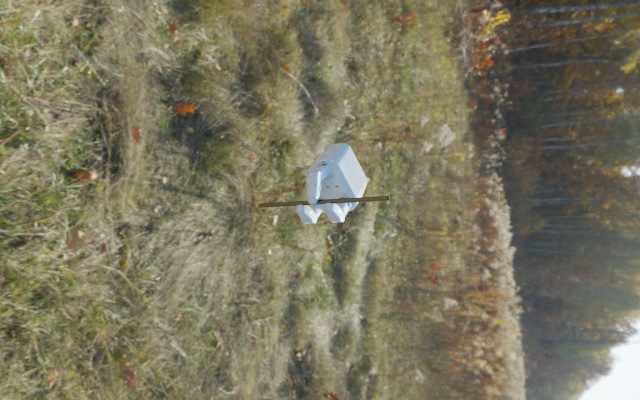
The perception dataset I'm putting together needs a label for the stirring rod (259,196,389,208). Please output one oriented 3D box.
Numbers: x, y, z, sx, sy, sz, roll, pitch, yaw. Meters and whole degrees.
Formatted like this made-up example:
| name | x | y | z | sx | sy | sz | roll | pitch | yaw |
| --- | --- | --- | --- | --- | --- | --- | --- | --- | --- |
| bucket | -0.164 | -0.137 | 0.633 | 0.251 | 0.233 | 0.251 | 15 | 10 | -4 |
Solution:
| name | x | y | z | sx | sy | sz | roll | pitch | yaw |
| --- | --- | --- | --- | --- | --- | --- | --- | --- | --- |
| stirring rod | 0.000 | 0.003 | 0.831 | 0.239 | 0.011 | 0.011 | -3 | -1 | 22 |
